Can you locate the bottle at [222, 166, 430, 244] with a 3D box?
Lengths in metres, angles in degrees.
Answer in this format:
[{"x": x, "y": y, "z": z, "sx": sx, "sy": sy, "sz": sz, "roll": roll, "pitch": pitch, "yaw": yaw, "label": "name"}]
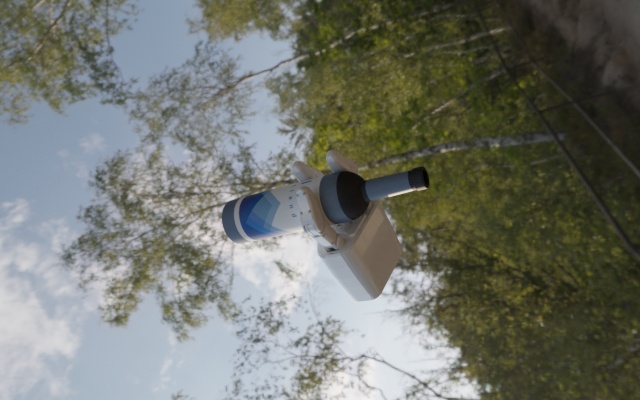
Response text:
[{"x": 0.000, "y": 0.002, "z": 0.638, "sx": 0.296, "sy": 0.069, "sz": 0.069, "roll": -13, "pitch": -7, "yaw": 29, "label": "bottle"}]
